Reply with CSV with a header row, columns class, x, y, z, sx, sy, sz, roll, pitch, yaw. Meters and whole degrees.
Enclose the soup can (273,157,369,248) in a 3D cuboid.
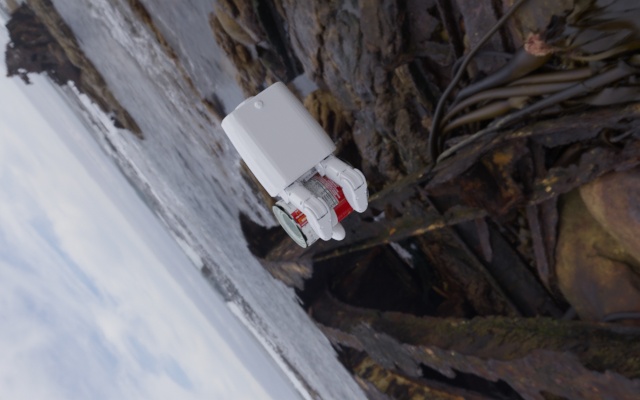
class,x,y,z,sx,sy,sz,roll,pitch,yaw
soup can,0.000,0.003,0.593,0.102,0.068,0.068,-38,12,-16
